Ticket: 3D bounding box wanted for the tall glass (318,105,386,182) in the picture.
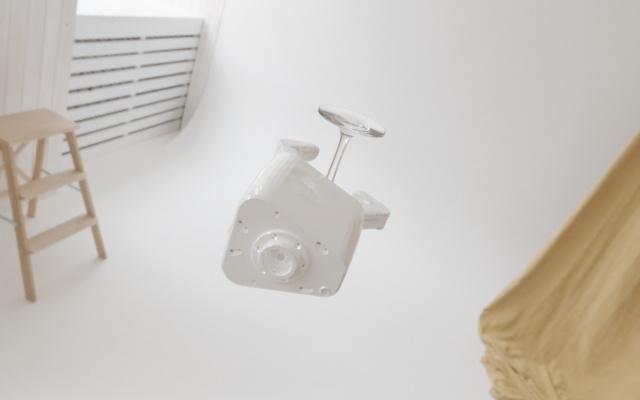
[{"bbox_3d":[0.000,0.001,0.530,0.079,0.201,0.079,17,26,-8],"label":"tall glass"}]
